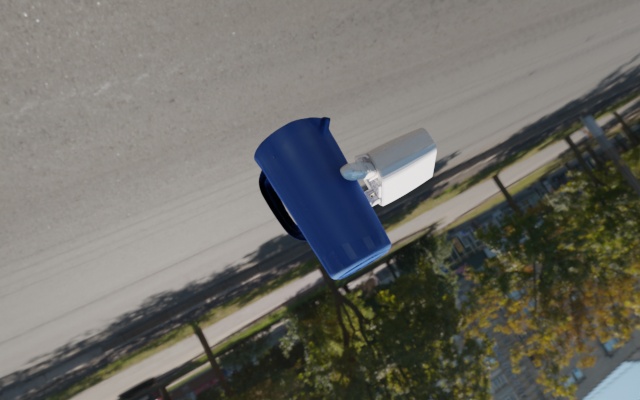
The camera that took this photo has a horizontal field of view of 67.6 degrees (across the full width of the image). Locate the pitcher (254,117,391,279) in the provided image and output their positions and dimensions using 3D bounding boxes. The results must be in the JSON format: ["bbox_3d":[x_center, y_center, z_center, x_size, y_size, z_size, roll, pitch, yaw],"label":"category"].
[{"bbox_3d":[0.000,0.002,0.763,0.145,0.242,0.149,-28,-13,-9],"label":"pitcher"}]
